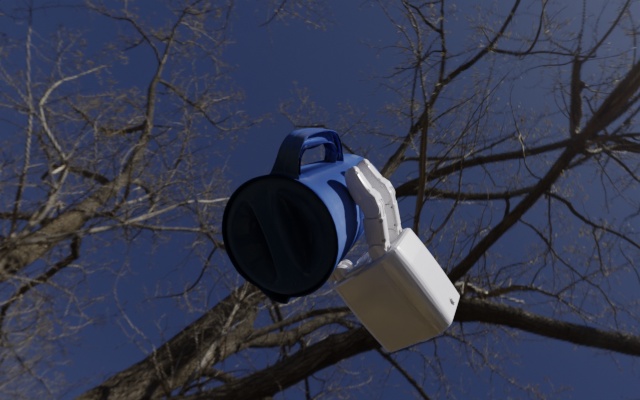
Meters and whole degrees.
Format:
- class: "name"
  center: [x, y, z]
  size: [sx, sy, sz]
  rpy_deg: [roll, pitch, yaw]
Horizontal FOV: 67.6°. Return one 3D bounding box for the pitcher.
- class: "pitcher"
  center: [0.000, 0.002, 0.585]
  size: [0.149, 0.145, 0.242]
  rpy_deg: [-38, -2, 26]
